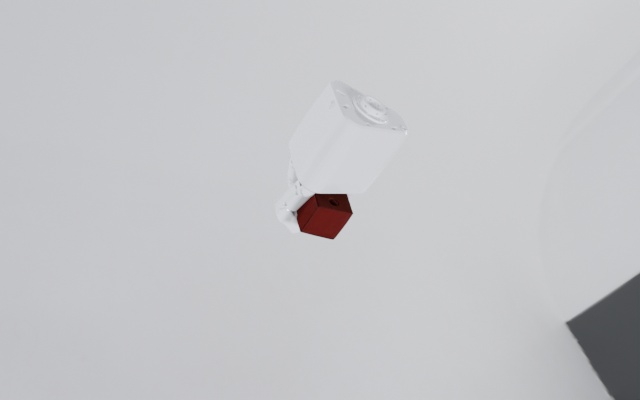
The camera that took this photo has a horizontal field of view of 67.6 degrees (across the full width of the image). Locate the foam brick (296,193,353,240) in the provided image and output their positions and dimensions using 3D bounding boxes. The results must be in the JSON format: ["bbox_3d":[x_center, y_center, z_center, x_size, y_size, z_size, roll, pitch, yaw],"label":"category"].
[{"bbox_3d":[0.000,0.002,0.622,0.053,0.078,0.051,14,-49,-30],"label":"foam brick"}]
